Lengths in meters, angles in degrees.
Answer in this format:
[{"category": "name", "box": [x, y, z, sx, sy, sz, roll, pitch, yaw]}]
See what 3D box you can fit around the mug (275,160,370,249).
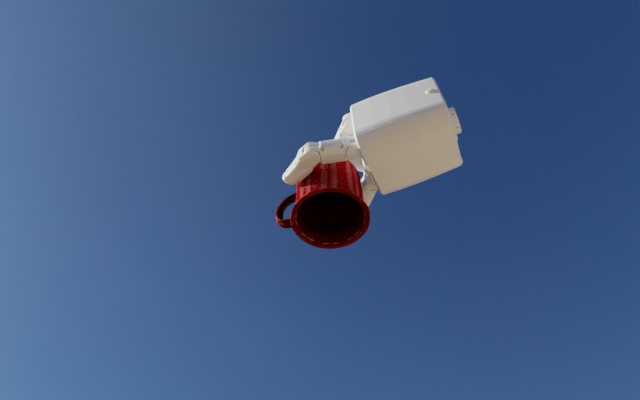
[{"category": "mug", "box": [-0.001, 0.002, 0.588, 0.117, 0.093, 0.081, -19, 36, 14]}]
